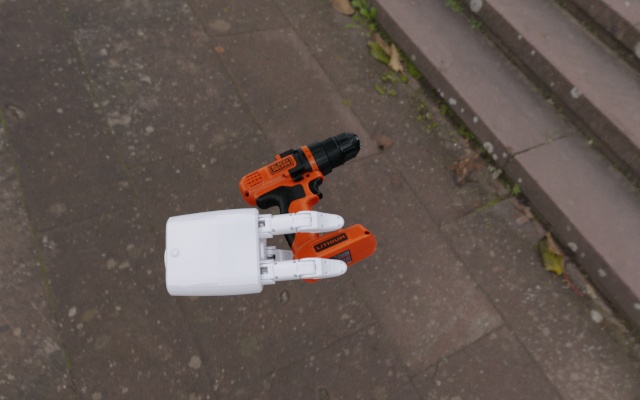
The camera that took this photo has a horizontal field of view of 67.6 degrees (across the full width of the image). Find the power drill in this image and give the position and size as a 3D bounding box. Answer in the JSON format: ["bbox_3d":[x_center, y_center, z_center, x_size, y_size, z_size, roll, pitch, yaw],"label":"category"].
[{"bbox_3d":[0.000,0.003,0.640,0.184,0.187,0.057,-26,-36,-4],"label":"power drill"}]
